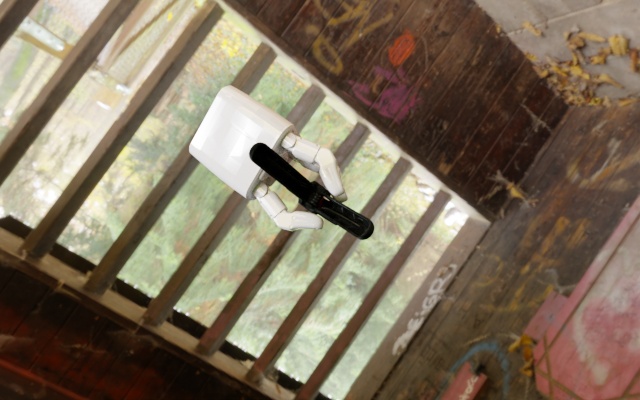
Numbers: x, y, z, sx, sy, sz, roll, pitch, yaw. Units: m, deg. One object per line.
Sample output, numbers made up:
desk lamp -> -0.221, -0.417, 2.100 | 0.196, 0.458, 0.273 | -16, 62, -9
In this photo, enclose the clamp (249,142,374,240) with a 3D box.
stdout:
clamp -> -0.001, 0.003, 0.610 | 0.164, 0.036, 0.210 | 37, -3, 11
